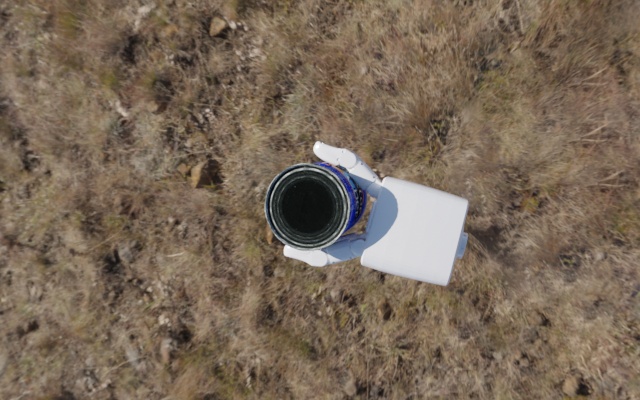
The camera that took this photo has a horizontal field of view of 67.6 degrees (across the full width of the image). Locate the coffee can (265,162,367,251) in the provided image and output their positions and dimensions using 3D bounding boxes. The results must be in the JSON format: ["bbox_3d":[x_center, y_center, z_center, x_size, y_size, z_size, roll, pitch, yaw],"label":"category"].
[{"bbox_3d":[0.000,0.002,0.614,0.103,0.103,0.140,0,5,13],"label":"coffee can"}]
